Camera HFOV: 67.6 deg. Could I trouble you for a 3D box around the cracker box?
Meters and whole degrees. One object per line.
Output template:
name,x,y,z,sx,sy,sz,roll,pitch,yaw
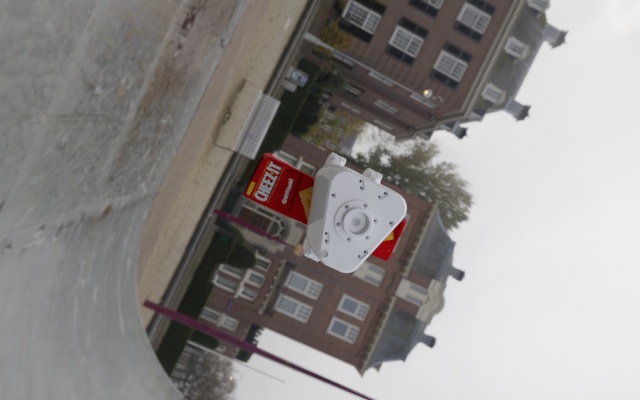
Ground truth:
cracker box,0.000,0.003,0.702,0.214,0.072,0.164,26,2,-8
